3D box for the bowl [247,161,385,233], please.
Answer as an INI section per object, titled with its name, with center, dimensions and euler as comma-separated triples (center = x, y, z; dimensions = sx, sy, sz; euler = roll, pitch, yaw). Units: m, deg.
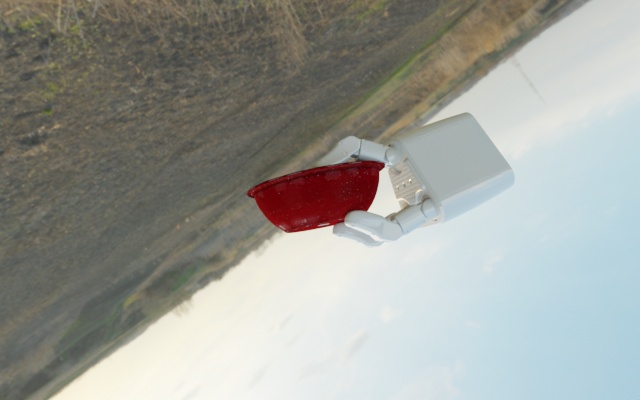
[bowl]
center = -0.001, 0.002, 0.547
dimensions = 0.162, 0.055, 0.162
euler = -11, -6, -1
